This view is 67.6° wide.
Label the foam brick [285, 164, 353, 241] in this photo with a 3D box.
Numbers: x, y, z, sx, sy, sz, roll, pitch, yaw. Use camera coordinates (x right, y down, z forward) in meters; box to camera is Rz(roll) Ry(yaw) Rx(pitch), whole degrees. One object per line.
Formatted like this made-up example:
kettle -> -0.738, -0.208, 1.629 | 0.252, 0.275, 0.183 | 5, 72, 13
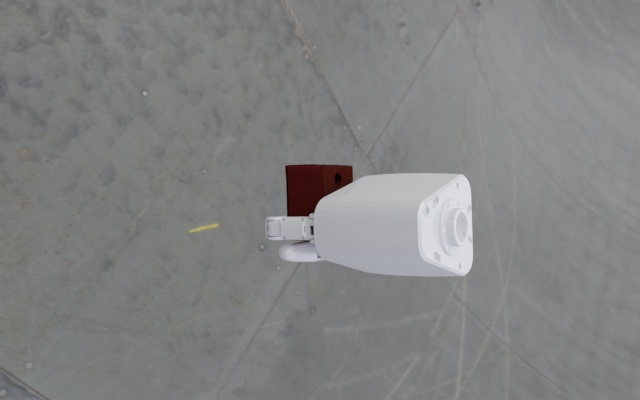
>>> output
foam brick -> 0.000, 0.001, 0.494 | 0.051, 0.078, 0.053 | -2, 0, 39
